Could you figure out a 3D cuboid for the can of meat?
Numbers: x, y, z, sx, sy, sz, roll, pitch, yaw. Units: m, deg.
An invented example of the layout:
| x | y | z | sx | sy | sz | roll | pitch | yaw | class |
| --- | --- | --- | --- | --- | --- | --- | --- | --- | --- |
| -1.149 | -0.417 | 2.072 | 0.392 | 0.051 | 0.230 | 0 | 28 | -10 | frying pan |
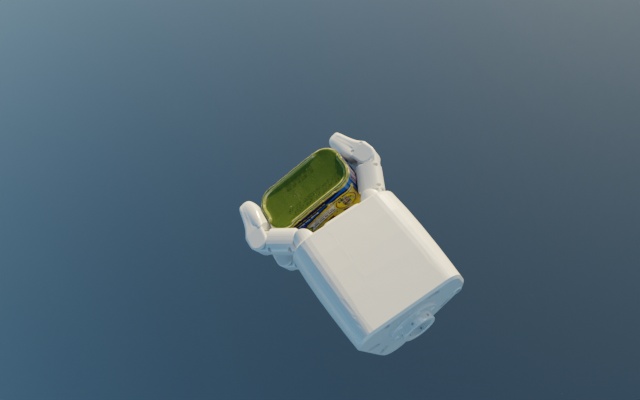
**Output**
| x | y | z | sx | sy | sz | roll | pitch | yaw | class |
| --- | --- | --- | --- | --- | --- | --- | --- | --- | --- |
| 0.000 | 0.001 | 0.501 | 0.102 | 0.057 | 0.084 | -39 | -32 | 8 | can of meat |
